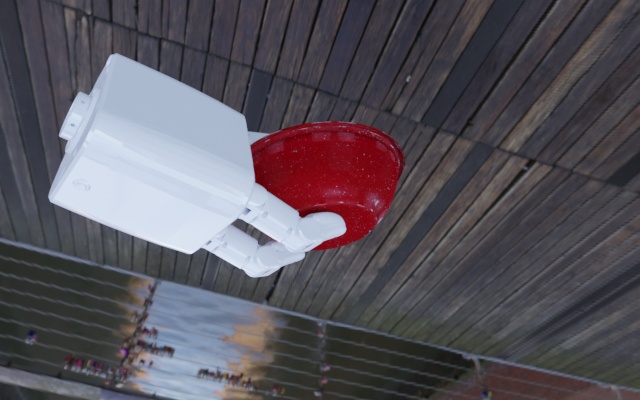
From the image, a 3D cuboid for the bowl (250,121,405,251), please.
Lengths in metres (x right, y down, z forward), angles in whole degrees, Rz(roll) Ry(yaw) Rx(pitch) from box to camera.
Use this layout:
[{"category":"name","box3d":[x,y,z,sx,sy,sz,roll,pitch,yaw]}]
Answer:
[{"category":"bowl","box3d":[0.001,0.002,0.424,0.162,0.055,0.162,-7,-29,-4]}]
